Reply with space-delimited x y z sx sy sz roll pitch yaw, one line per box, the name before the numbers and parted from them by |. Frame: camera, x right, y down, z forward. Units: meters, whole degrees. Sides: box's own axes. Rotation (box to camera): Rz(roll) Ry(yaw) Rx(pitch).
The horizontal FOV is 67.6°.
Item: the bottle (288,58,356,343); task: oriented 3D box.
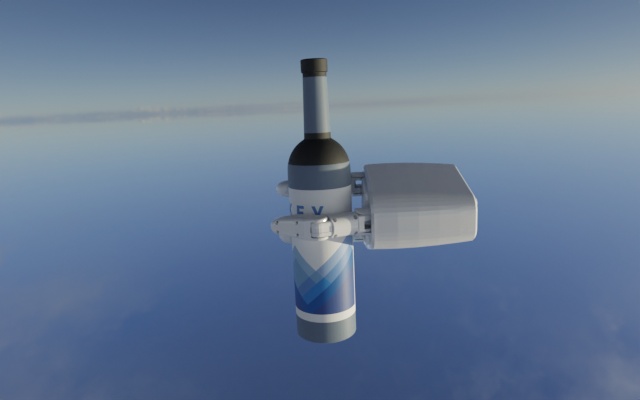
bottle | 0.000 0.002 0.511 0.069 0.296 0.069 -3 11 1
